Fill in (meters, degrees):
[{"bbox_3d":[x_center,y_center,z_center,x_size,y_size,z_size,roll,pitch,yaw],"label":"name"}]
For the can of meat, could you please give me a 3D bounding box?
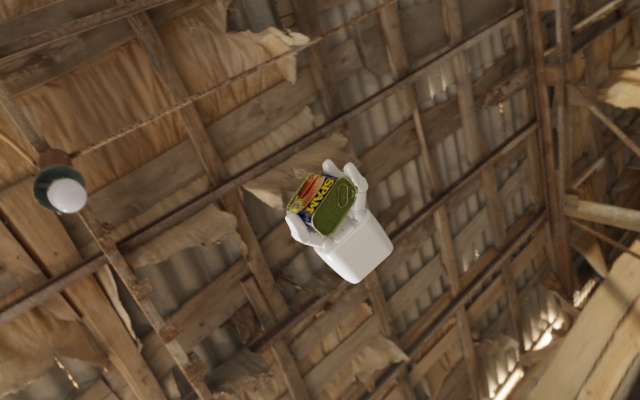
[{"bbox_3d":[0.000,0.003,0.815,0.084,0.102,0.057,18,-22,50],"label":"can of meat"}]
